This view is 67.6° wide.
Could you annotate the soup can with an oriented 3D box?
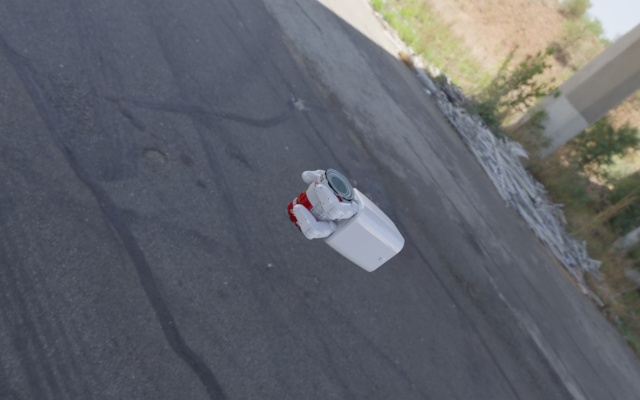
[{"bbox_3d":[0.000,0.002,0.811,0.102,0.068,0.068,-42,-22,27],"label":"soup can"}]
